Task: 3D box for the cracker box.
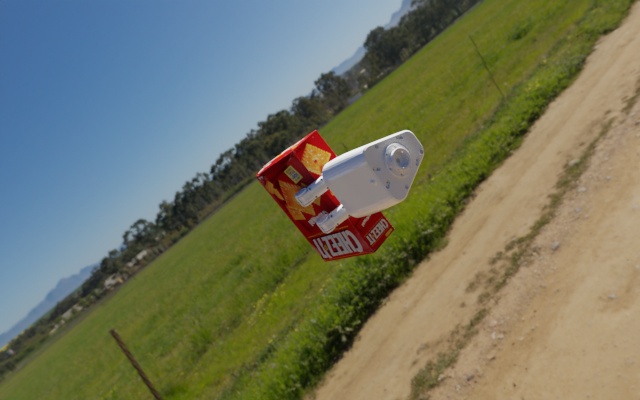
[{"bbox_3d":[0.000,0.002,0.830,0.072,0.214,0.164,-44,11,-30],"label":"cracker box"}]
